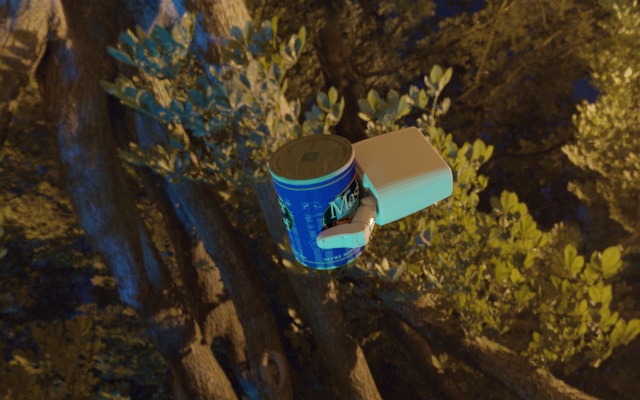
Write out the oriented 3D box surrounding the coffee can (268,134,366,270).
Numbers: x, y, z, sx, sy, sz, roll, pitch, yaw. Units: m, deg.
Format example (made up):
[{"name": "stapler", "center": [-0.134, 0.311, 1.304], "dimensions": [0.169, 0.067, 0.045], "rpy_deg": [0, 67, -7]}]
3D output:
[{"name": "coffee can", "center": [0.000, 0.002, 0.603], "dimensions": [0.103, 0.140, 0.102], "rpy_deg": [-8, 36, 6]}]
